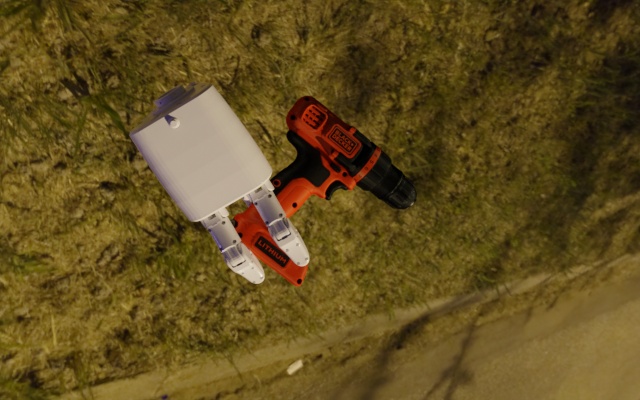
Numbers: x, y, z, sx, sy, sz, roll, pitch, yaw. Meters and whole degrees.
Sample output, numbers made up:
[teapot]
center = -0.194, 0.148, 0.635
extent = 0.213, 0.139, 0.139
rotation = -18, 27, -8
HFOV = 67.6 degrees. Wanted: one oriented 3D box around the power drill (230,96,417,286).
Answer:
[power drill]
center = 0.000, 0.002, 0.551
extent = 0.184, 0.187, 0.057
rotation = 38, -9, -10
